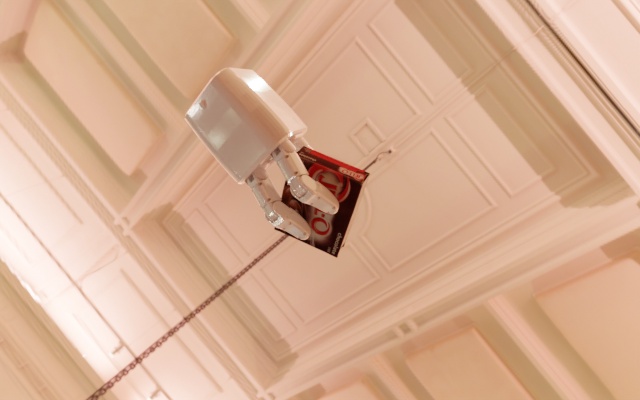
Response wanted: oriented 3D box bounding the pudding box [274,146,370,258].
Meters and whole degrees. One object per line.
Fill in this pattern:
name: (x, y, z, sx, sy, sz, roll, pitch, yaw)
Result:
pudding box: (0.000, 0.002, 0.581, 0.090, 0.114, 0.039, 24, 33, 12)
